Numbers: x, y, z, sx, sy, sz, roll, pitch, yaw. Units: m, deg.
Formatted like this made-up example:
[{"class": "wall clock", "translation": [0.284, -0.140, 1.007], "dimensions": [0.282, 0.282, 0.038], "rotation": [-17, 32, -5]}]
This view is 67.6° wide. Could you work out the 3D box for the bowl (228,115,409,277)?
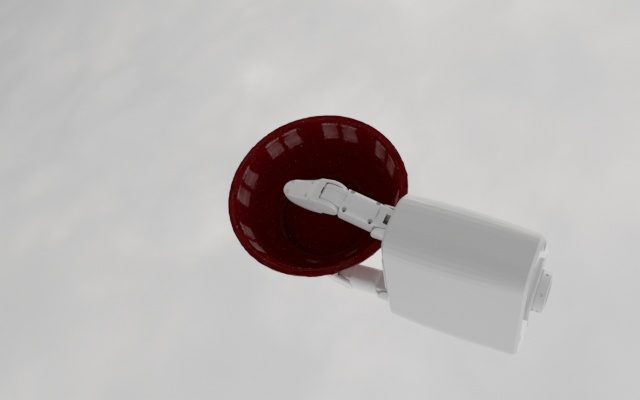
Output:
[{"class": "bowl", "translation": [-0.001, 0.001, 0.442], "dimensions": [0.162, 0.162, 0.055], "rotation": [0, -27, 12]}]
